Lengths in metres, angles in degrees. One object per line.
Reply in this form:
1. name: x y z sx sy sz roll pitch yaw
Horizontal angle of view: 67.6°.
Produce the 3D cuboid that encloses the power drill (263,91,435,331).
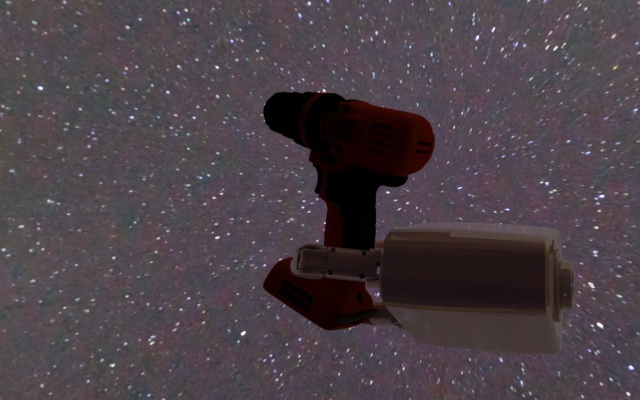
1. power drill: 0.000 0.002 0.418 0.057 0.188 0.184 -2 17 -42
